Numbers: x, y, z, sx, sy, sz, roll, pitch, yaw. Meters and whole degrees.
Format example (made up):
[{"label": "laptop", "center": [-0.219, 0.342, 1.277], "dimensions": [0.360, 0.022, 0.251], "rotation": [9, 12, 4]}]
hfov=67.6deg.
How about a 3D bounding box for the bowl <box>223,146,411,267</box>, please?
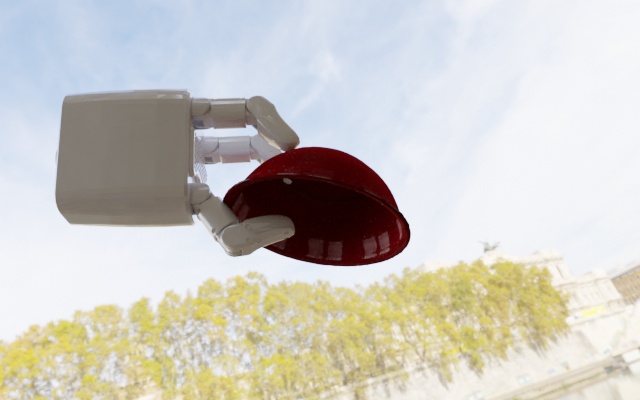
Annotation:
[{"label": "bowl", "center": [0.001, 0.001, 0.419], "dimensions": [0.162, 0.055, 0.162], "rotation": [9, -30, 5]}]
